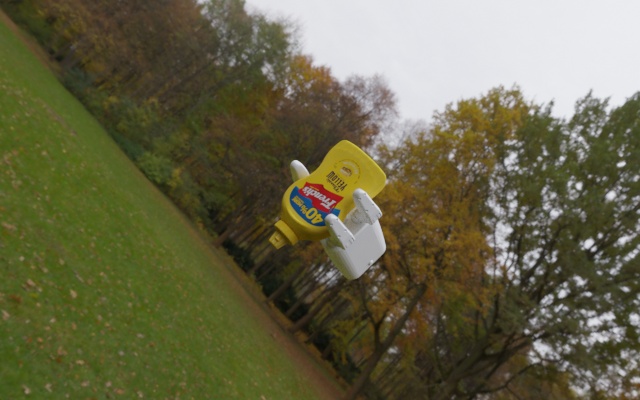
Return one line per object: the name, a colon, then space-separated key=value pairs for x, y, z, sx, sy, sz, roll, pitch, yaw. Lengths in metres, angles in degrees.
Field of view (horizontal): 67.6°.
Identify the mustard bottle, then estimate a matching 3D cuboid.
mustard bottle: x=0.000 y=0.002 z=0.710 sx=0.191 sy=0.096 sz=0.058 roll=-42 pitch=-16 yaw=-12
